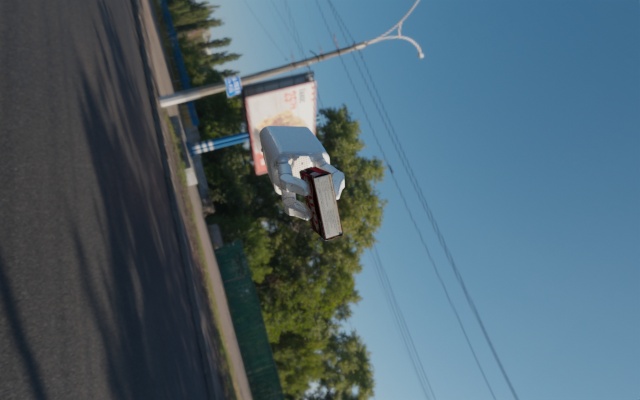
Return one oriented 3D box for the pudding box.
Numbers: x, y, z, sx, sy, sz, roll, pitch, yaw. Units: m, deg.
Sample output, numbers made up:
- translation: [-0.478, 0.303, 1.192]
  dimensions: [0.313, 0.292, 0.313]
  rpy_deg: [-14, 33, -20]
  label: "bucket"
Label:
- translation: [0.000, 0.003, 0.820]
  dimensions: [0.039, 0.113, 0.090]
  rpy_deg: [-17, 15, -12]
  label: "pudding box"
